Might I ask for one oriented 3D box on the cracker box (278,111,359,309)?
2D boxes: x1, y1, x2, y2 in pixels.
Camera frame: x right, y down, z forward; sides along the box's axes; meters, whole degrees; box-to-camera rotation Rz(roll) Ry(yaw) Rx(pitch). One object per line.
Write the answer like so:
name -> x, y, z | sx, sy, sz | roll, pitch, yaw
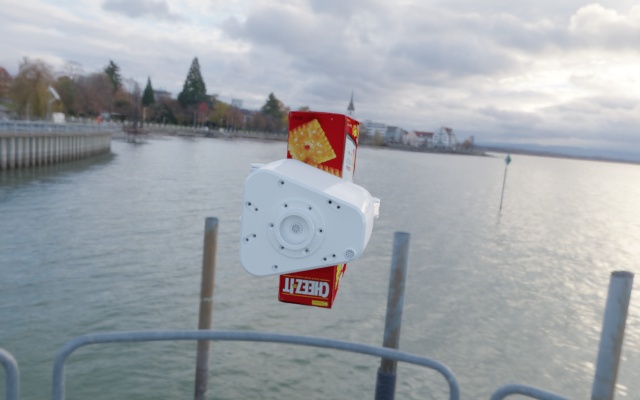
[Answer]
cracker box -> 0.000, 0.002, 0.592 | 0.072, 0.214, 0.164 | 6, 8, 8
